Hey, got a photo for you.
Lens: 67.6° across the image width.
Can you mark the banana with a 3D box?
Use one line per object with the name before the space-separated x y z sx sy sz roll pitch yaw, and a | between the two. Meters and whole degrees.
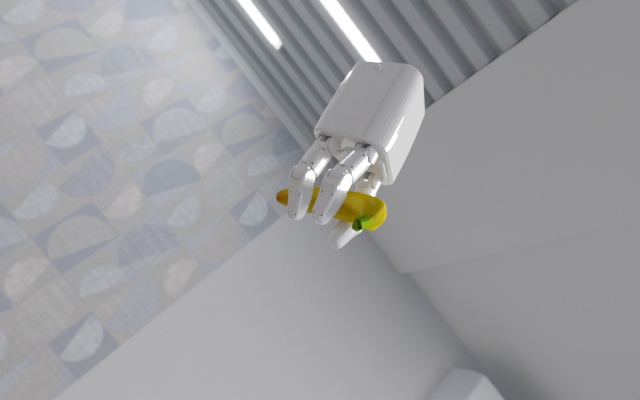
banana | 0.018 0.005 0.550 0.069 0.037 0.198 8 2 -30
